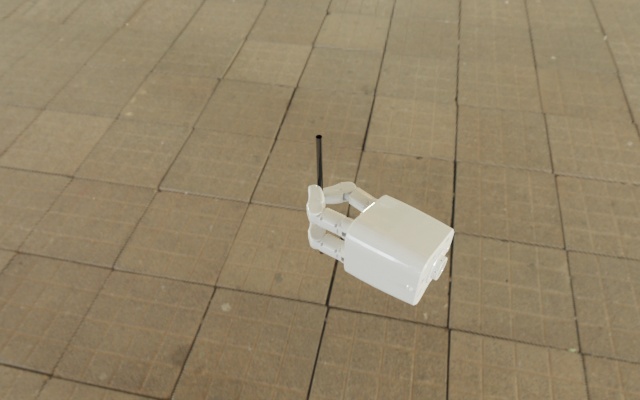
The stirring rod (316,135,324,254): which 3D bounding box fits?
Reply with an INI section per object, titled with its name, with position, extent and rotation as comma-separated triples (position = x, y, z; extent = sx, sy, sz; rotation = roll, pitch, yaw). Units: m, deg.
[stirring rod]
position = 0.000, 0.002, 0.680
extent = 0.011, 0.011, 0.240
rotation = 0, -42, 1
